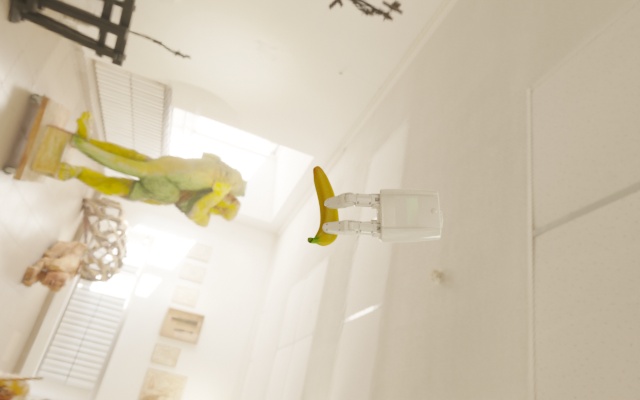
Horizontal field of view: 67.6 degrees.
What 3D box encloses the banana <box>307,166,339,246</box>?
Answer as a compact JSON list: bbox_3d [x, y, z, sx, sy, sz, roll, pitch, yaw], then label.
[{"bbox_3d":[0.009,0.017,0.905,0.037,0.197,0.070,-20,-49,20],"label":"banana"}]
